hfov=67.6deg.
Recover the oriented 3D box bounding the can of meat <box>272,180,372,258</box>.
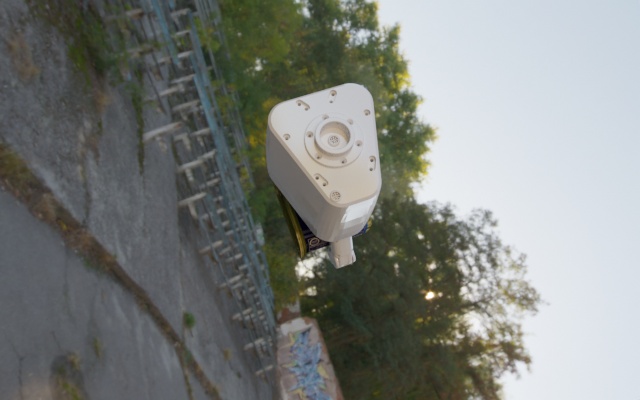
[{"bbox_3d":[0.000,0.002,0.537,0.084,0.102,0.057,-18,-19,-9],"label":"can of meat"}]
